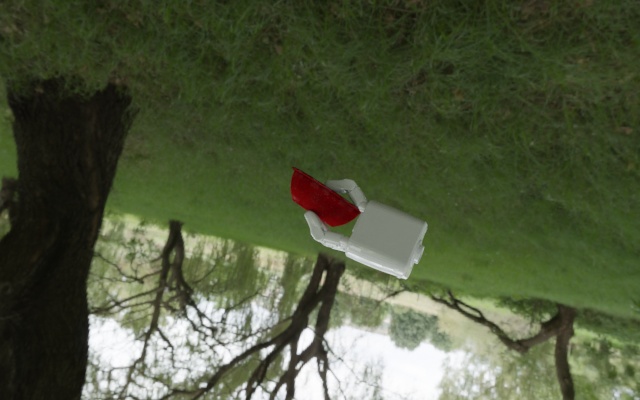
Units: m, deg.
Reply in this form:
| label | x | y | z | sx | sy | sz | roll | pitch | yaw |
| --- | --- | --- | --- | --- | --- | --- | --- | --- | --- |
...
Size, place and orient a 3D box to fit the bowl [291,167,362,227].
| label | x | y | z | sx | sy | sz | roll | pitch | yaw |
| --- | --- | --- | --- | --- | --- | --- | --- | --- | --- |
| bowl | -0.001 | 0.003 | 0.899 | 0.162 | 0.055 | 0.162 | 34 | -1 | 1 |
